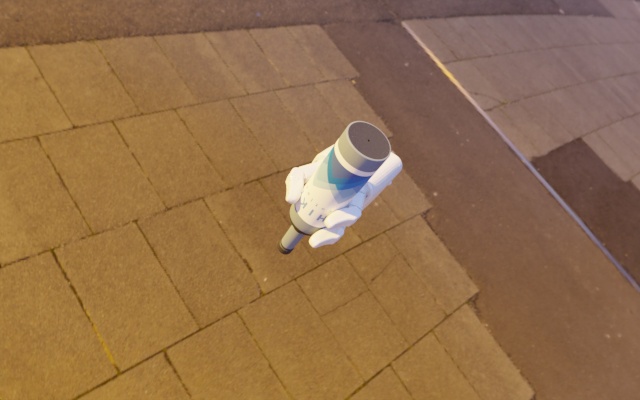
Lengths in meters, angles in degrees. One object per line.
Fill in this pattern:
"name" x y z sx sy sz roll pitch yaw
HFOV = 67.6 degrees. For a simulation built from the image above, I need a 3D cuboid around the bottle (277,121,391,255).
"bottle" 0.000 0.002 0.720 0.069 0.069 0.296 0 -33 -30
